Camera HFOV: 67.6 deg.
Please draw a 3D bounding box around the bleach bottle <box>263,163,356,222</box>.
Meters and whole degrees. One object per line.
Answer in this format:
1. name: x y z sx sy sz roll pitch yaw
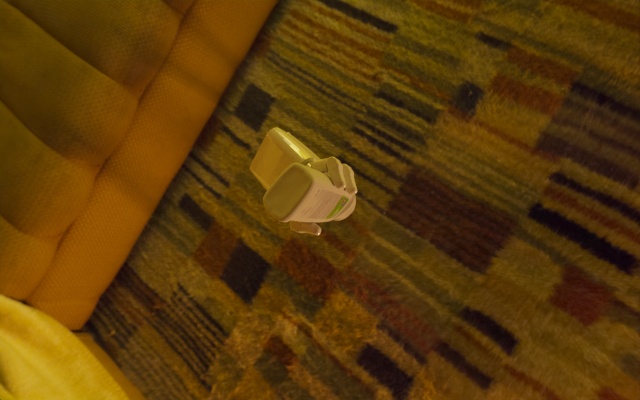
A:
1. bleach bottle: 0.000 0.003 0.895 0.068 0.102 0.251 45 11 25
